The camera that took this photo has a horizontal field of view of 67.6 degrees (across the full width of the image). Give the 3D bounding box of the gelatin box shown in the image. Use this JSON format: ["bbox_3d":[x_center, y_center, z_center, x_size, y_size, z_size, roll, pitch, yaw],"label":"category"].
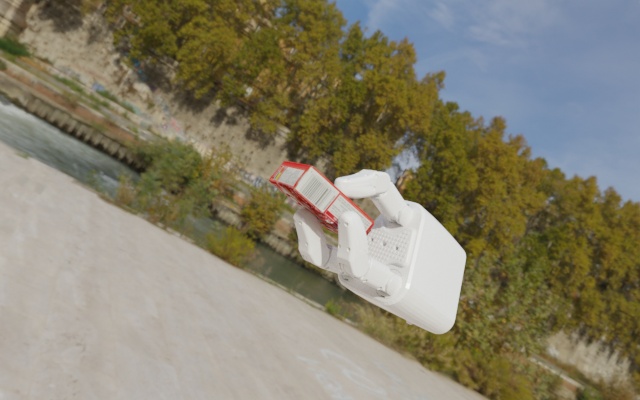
[{"bbox_3d":[0.000,0.001,0.461,0.089,0.030,0.073,41,-8,-23],"label":"gelatin box"}]
